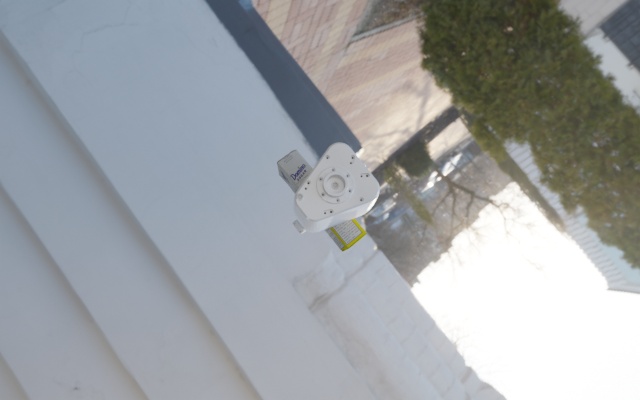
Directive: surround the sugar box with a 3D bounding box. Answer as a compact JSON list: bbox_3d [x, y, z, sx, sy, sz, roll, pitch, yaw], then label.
[{"bbox_3d":[0.001,0.002,0.781,0.048,0.176,0.093,-37,-6,-8],"label":"sugar box"}]
